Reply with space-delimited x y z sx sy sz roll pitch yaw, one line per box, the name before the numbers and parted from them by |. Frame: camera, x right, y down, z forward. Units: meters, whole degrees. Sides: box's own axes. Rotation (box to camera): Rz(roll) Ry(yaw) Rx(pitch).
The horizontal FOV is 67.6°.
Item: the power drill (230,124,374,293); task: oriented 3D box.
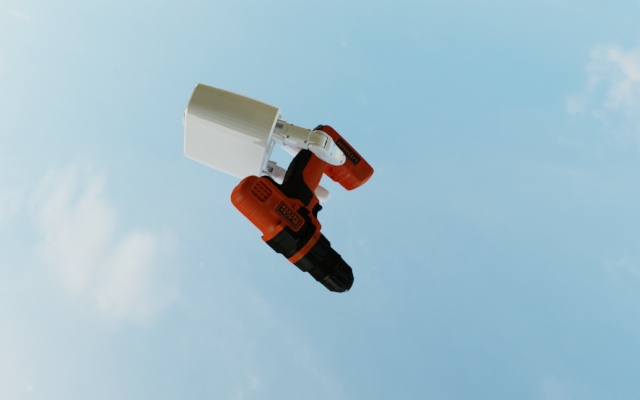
power drill | 0.000 0.002 0.612 0.057 0.184 0.187 -34 15 46
